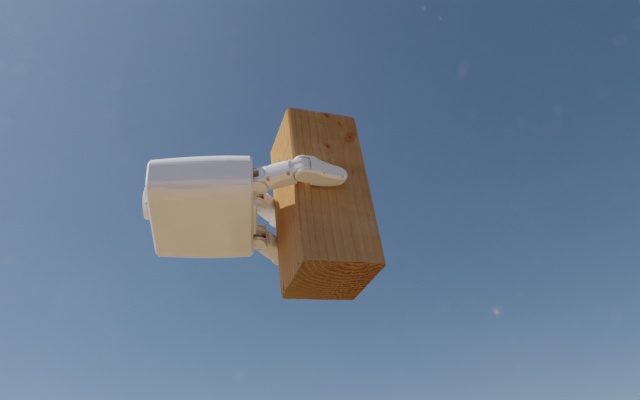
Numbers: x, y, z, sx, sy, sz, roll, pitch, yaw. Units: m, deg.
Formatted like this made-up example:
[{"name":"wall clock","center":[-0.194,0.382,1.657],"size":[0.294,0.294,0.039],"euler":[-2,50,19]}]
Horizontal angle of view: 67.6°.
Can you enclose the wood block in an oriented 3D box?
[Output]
[{"name":"wood block","center":[0.000,0.001,0.555],"size":[0.090,0.206,0.091],"euler":[5,-36,-19]}]
